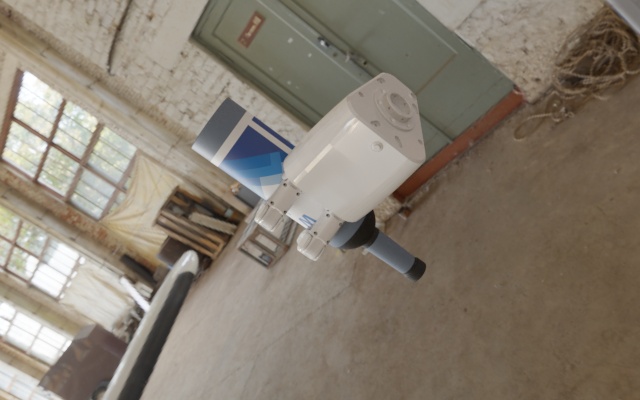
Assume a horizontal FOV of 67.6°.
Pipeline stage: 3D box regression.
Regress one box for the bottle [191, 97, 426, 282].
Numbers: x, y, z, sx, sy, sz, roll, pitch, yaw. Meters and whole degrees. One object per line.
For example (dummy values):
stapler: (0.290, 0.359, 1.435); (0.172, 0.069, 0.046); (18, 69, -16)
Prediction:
bottle: (0.000, 0.002, 0.534); (0.296, 0.069, 0.069); (36, -9, -13)
